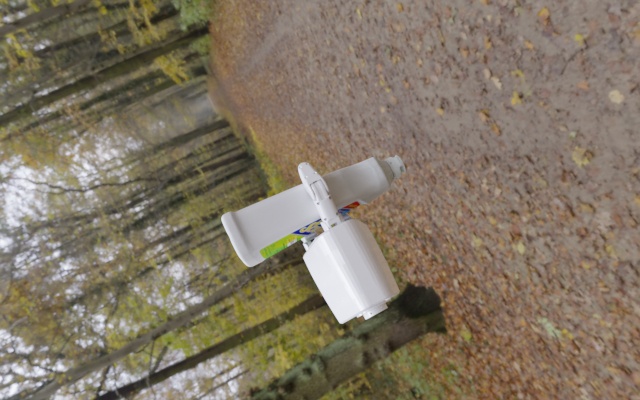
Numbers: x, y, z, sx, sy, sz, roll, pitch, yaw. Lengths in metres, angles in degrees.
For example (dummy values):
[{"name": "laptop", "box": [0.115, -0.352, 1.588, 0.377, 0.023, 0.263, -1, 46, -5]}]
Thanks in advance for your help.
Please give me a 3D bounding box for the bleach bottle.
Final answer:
[{"name": "bleach bottle", "box": [0.000, 0.002, 0.640, 0.251, 0.068, 0.102, -26, -15, -7]}]
